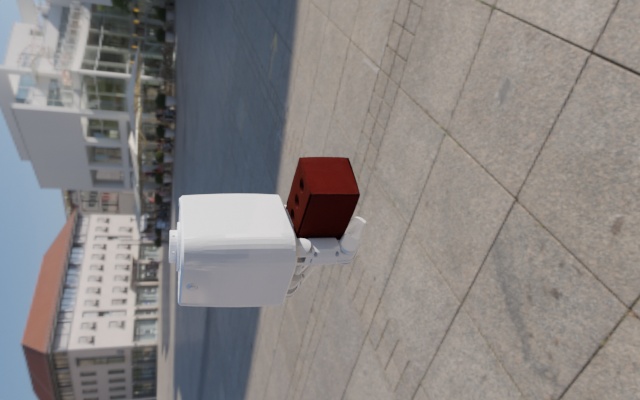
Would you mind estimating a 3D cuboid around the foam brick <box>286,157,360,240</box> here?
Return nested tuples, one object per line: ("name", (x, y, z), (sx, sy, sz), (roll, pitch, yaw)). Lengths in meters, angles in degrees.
("foam brick", (0.000, 0.001, 0.477), (0.051, 0.053, 0.078), (1, -44, -18))
